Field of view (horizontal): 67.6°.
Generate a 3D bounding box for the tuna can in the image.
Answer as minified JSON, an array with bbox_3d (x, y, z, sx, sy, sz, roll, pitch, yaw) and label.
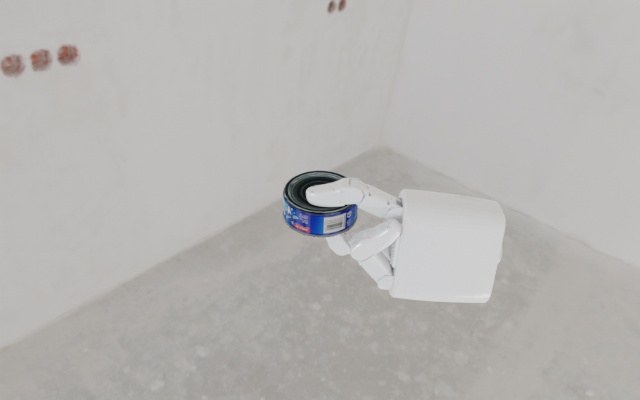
[{"bbox_3d":[0.000,0.001,0.538,0.086,0.034,0.086,1,36,-1],"label":"tuna can"}]
